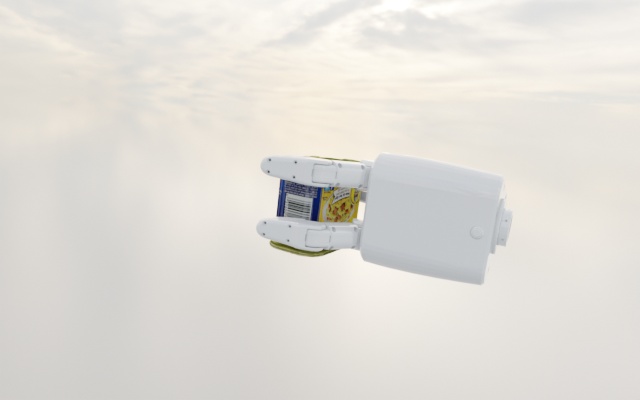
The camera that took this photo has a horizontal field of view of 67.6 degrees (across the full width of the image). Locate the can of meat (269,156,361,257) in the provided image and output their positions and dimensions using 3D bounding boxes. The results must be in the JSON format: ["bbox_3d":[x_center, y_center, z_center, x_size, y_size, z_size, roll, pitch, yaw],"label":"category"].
[{"bbox_3d":[0.000,0.001,0.464,0.057,0.084,0.102,13,12,29],"label":"can of meat"}]
